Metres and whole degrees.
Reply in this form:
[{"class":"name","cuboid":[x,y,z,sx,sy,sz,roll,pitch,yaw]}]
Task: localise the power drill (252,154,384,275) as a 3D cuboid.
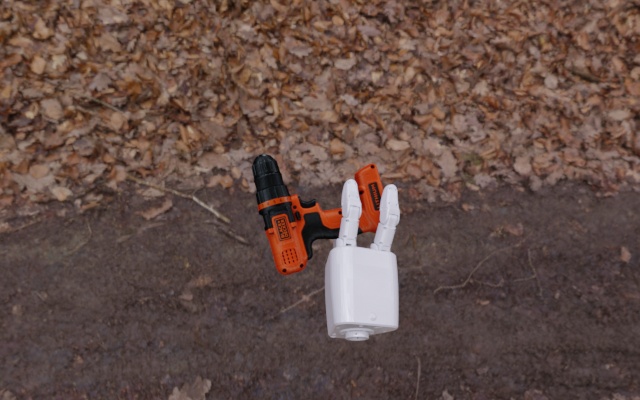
[{"class":"power drill","cuboid":[0.001,0.003,0.721,0.187,0.184,0.057,-15,-5,-6]}]
